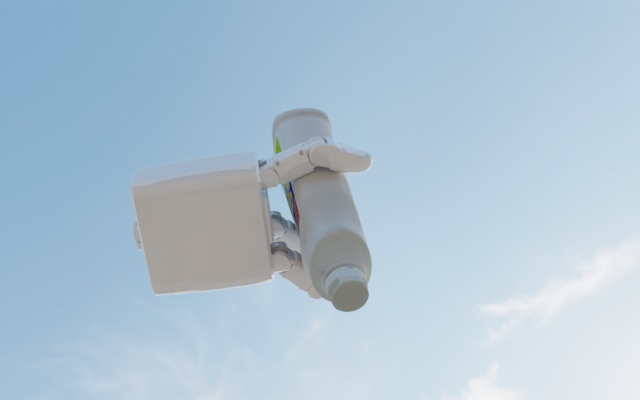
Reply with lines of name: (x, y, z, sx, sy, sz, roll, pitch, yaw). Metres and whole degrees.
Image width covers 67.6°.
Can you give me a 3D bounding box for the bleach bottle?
bleach bottle: (0.000, 0.002, 0.446, 0.068, 0.103, 0.250, -8, 30, -6)
